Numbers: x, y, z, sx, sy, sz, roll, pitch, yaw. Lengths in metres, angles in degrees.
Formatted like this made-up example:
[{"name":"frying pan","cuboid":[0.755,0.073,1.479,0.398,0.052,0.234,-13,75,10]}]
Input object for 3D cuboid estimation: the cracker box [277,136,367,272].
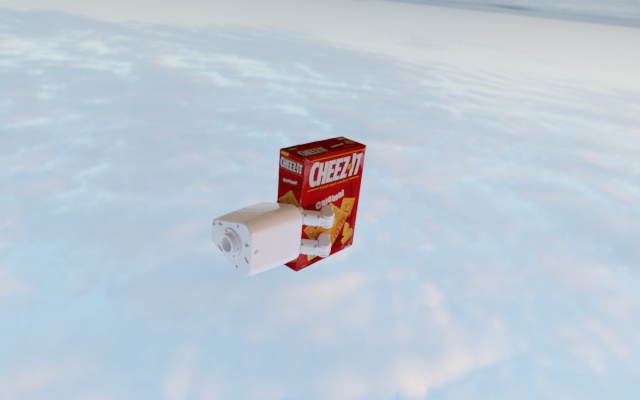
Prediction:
[{"name":"cracker box","cuboid":[0.000,0.003,0.873,0.072,0.214,0.164,25,29,37]}]
